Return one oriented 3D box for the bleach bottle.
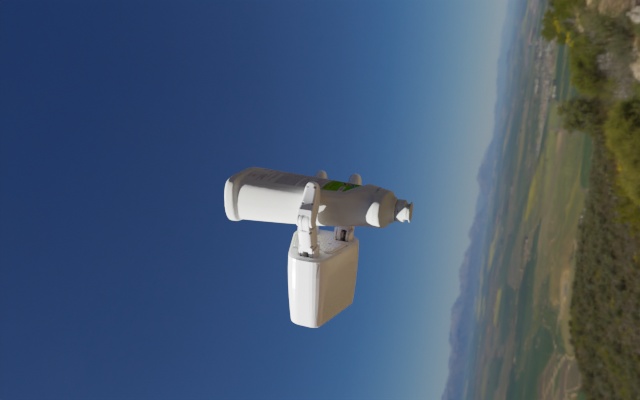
[{"bbox_3d":[0.000,0.002,0.668,0.251,0.068,0.102,8,21,18],"label":"bleach bottle"}]
